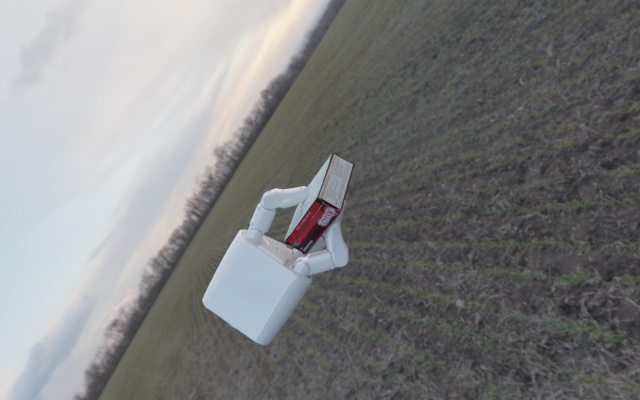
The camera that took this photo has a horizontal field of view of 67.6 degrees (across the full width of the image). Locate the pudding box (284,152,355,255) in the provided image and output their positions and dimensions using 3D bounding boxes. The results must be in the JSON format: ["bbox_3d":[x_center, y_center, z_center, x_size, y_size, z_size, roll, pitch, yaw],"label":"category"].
[{"bbox_3d":[0.000,0.002,0.618,0.039,0.090,0.113,30,37,-11],"label":"pudding box"}]
